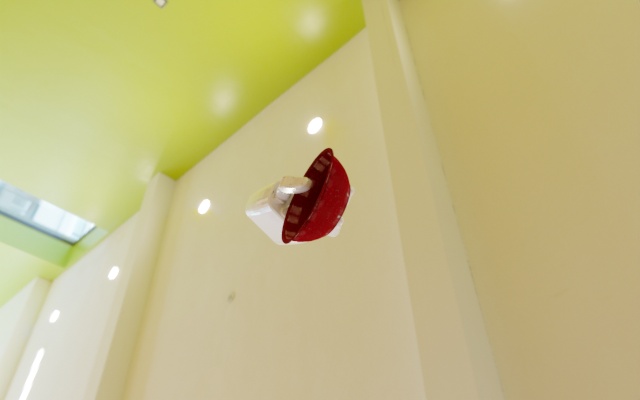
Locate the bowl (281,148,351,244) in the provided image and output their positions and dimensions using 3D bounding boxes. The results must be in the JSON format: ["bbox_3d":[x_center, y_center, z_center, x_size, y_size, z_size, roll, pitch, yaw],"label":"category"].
[{"bbox_3d":[0.001,0.003,0.733,0.055,0.162,0.162,26,-7,-14],"label":"bowl"}]
